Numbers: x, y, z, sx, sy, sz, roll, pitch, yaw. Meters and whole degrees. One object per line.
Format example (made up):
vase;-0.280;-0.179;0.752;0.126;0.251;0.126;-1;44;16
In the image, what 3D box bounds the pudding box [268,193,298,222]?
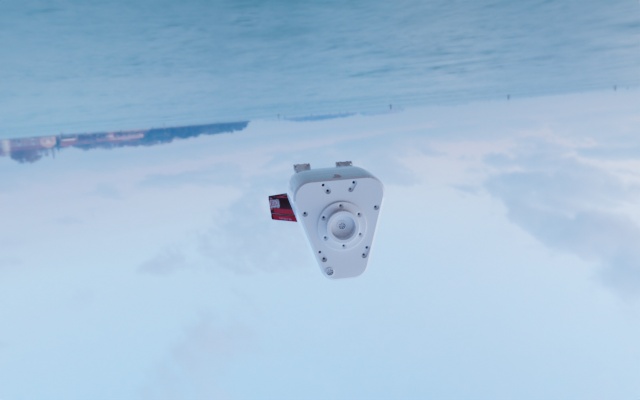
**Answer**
pudding box;0.000;0.002;0.637;0.113;0.039;0.090;-9;7;-32
